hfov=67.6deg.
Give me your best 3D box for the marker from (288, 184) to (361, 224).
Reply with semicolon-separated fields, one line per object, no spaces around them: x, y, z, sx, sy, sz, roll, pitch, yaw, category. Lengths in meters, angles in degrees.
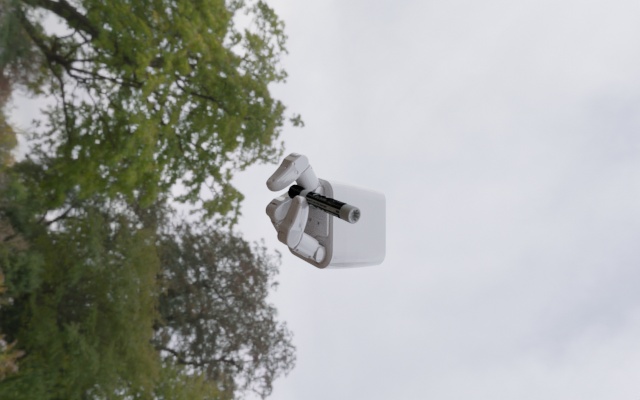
0.000;0.002;0.554;0.020;0.020;0.121;0;14;-39;marker
